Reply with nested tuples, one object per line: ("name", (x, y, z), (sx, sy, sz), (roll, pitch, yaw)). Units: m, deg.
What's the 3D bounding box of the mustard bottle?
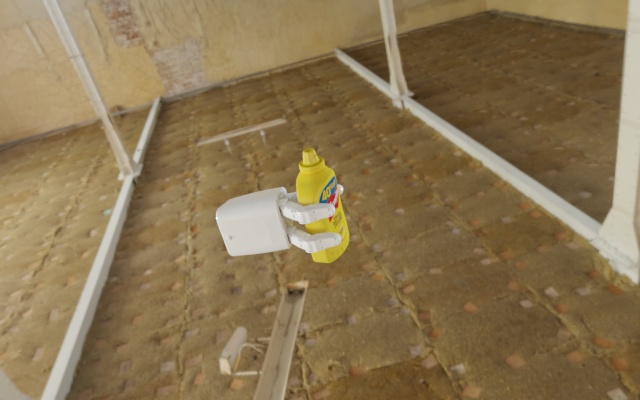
("mustard bottle", (0.001, 0.003, 0.798), (0.058, 0.192, 0.096), (2, 32, 28))
